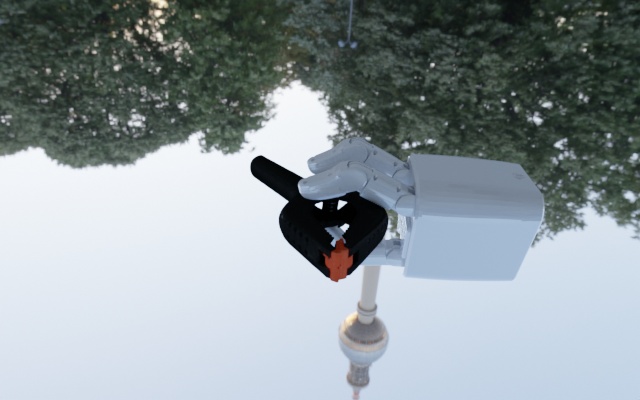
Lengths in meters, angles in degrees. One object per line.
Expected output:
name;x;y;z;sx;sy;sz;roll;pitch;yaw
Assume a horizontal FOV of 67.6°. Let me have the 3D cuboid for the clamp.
clamp;0.000;0.002;0.445;0.164;0.036;0.210;2;27;4
